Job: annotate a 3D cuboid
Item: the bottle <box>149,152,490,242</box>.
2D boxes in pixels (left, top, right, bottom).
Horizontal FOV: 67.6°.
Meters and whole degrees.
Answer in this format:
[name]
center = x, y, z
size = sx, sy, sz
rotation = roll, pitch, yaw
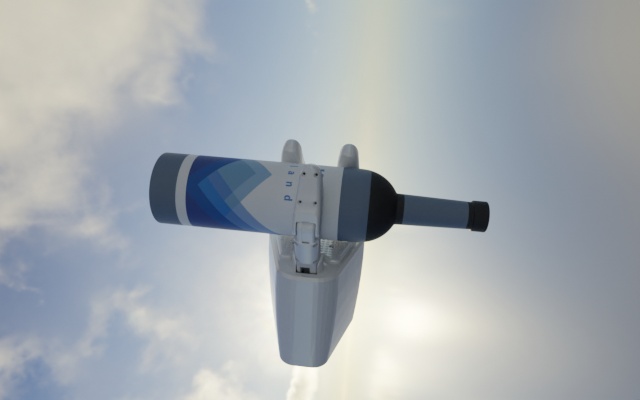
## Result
[bottle]
center = 0.000, 0.001, 0.434
size = 0.296, 0.069, 0.069
rotation = 5, 0, 5
